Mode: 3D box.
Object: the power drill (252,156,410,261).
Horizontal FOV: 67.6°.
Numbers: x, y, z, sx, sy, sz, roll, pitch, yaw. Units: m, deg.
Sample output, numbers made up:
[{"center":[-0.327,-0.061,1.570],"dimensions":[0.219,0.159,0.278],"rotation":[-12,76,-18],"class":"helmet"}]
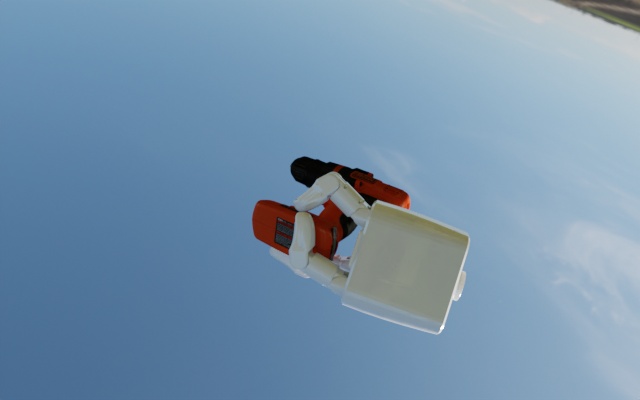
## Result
[{"center":[0.000,0.002,0.608],"dimensions":[0.184,0.057,0.187],"rotation":[21,31,26],"class":"power drill"}]
